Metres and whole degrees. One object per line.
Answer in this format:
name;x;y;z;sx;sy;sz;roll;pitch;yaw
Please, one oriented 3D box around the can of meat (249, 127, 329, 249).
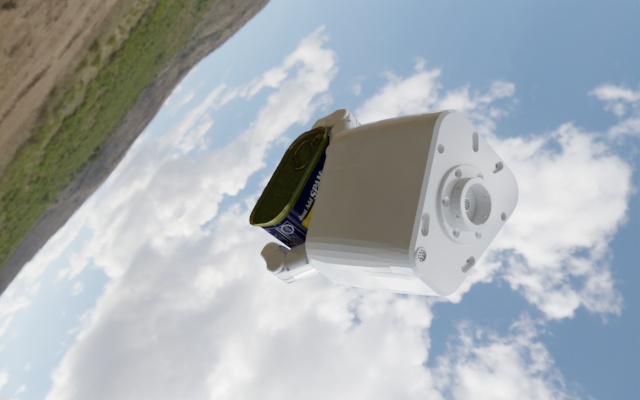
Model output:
can of meat;0.000;0.002;0.423;0.084;0.102;0.057;39;-27;-26
